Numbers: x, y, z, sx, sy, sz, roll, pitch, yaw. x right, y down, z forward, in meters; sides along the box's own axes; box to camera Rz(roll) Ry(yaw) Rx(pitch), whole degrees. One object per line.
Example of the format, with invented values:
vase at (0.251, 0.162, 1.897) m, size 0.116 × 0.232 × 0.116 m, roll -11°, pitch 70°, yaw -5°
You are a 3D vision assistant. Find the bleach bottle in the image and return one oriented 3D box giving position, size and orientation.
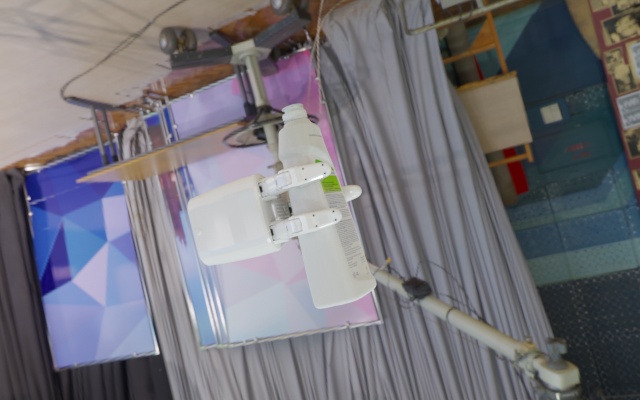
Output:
bleach bottle at (0.000, 0.002, 0.608) m, size 0.068 × 0.251 × 0.102 m, roll -17°, pitch -4°, yaw 21°
